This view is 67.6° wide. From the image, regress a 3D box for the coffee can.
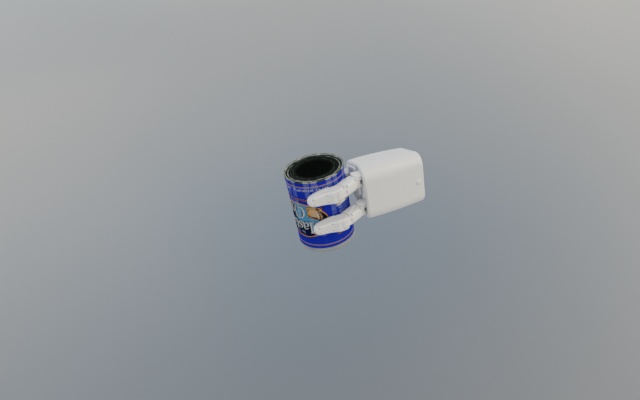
[{"bbox_3d":[0.000,0.003,0.832,0.103,0.140,0.102,-9,31,5],"label":"coffee can"}]
